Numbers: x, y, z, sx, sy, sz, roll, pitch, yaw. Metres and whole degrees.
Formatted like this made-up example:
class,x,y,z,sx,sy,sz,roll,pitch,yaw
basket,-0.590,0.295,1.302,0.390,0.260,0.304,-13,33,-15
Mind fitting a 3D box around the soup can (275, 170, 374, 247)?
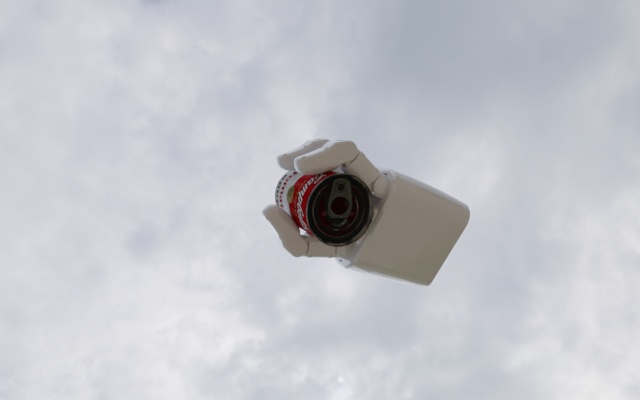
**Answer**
class,x,y,z,sx,sy,sz,roll,pitch,yaw
soup can,-0.001,0.001,0.478,0.068,0.068,0.102,0,9,-23
